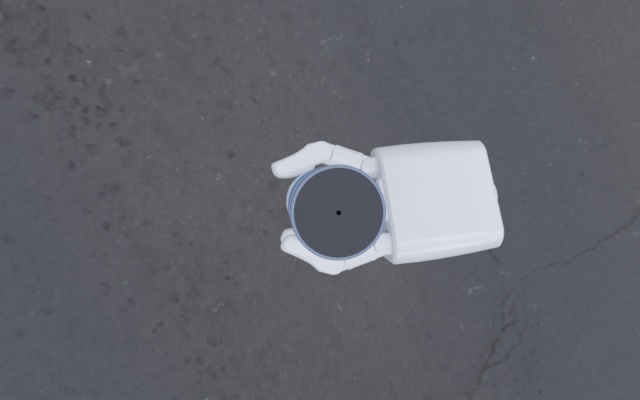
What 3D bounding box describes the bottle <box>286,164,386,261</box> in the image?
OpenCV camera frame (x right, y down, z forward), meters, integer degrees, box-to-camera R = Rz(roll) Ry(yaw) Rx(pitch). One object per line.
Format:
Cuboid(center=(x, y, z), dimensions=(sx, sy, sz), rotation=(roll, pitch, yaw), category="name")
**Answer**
Cuboid(center=(0.000, 0.002, 0.472), dimensions=(0.069, 0.069, 0.295), rotation=(0, 3, -5), category="bottle")
